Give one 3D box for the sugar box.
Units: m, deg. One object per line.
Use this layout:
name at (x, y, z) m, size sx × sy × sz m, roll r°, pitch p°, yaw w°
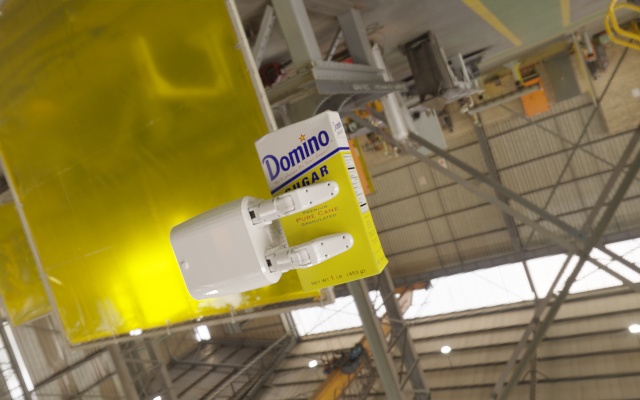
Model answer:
sugar box at (0.000, 0.002, 0.515) m, size 0.093 × 0.176 × 0.048 m, roll -19°, pitch 3°, yaw 20°
